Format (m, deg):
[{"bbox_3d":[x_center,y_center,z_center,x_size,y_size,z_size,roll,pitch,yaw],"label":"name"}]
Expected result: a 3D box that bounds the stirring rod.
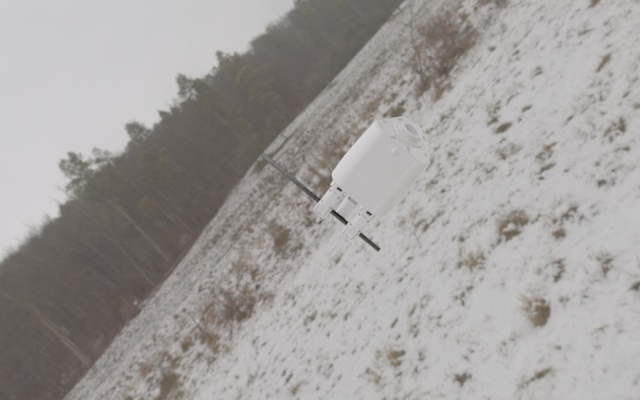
[{"bbox_3d":[0.000,0.002,0.760,0.239,0.011,0.011,39,1,2],"label":"stirring rod"}]
